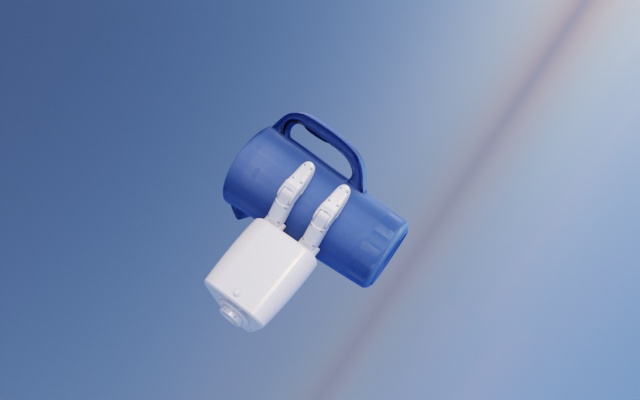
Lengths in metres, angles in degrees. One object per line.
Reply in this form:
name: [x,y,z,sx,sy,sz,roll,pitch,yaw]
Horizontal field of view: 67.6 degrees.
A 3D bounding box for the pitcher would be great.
pitcher: [0.000,0.002,0.661,0.243,0.145,0.149,34,-28,13]
